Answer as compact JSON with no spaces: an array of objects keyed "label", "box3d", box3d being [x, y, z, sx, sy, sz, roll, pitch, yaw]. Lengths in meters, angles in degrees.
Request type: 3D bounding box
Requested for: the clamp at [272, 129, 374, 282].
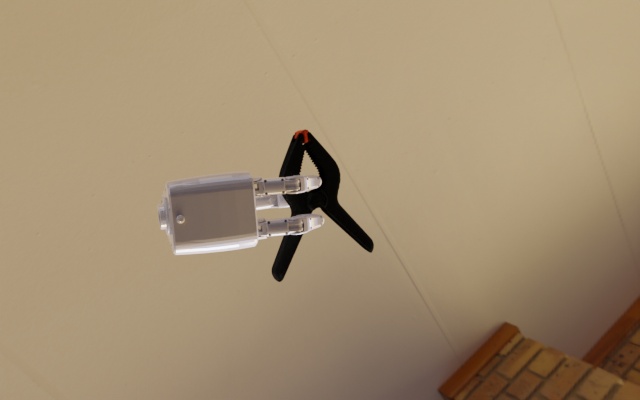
[{"label":"clamp","box3d":[-0.001,0.002,0.694,0.164,0.210,0.036,-7,7,-25]}]
